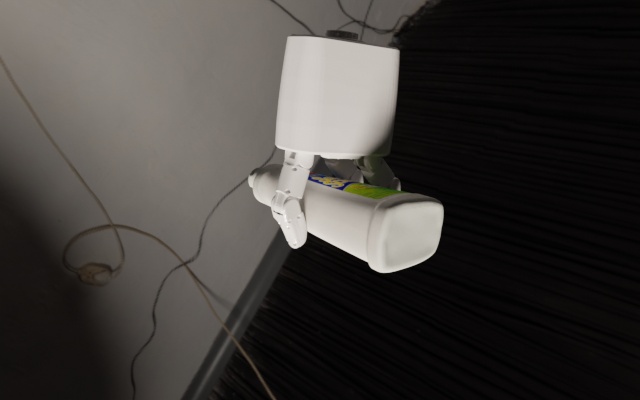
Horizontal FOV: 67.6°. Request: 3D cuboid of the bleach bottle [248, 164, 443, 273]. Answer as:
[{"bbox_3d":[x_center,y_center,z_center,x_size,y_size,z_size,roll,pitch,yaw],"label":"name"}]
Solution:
[{"bbox_3d":[0.000,0.002,0.518,0.102,0.068,0.250,-6,18,-44],"label":"bleach bottle"}]
